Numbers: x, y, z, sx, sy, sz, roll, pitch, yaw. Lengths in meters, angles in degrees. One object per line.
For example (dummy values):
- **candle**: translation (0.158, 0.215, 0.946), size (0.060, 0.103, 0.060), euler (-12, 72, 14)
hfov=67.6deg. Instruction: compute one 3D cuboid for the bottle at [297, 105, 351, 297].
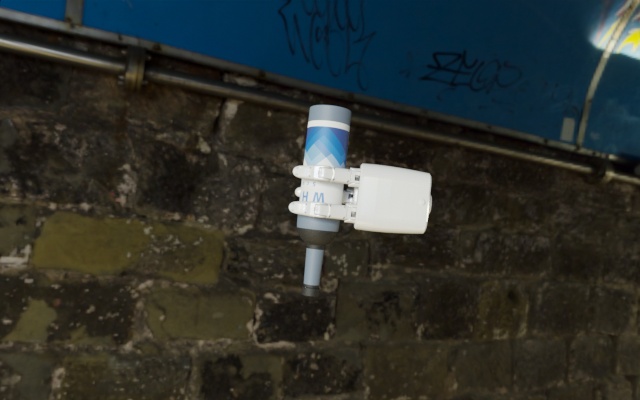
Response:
- **bottle**: translation (0.000, 0.002, 0.753), size (0.069, 0.295, 0.069), euler (6, -2, 0)
